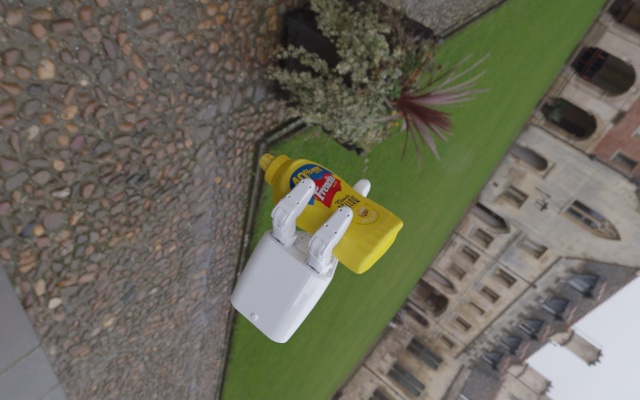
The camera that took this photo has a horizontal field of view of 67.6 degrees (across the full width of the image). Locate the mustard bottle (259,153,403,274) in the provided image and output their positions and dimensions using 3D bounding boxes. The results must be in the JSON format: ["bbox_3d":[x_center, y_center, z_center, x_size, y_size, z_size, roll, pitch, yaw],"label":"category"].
[{"bbox_3d":[0.000,0.002,0.583,0.191,0.058,0.096,36,42,17],"label":"mustard bottle"}]
